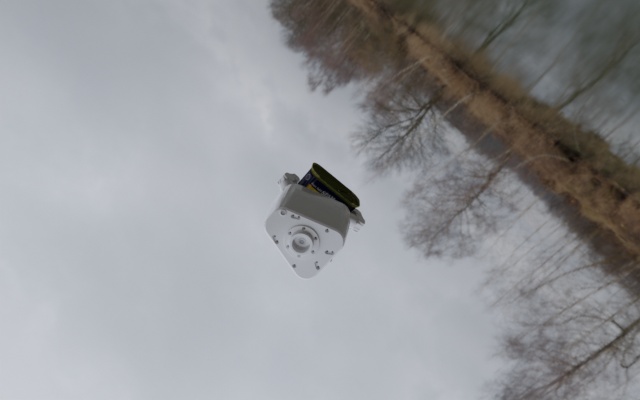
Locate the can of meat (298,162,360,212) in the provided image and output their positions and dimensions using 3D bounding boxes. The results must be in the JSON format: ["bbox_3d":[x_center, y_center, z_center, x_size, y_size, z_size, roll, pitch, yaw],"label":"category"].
[{"bbox_3d":[0.000,0.003,0.791,0.102,0.084,0.057,39,17,-11],"label":"can of meat"}]
